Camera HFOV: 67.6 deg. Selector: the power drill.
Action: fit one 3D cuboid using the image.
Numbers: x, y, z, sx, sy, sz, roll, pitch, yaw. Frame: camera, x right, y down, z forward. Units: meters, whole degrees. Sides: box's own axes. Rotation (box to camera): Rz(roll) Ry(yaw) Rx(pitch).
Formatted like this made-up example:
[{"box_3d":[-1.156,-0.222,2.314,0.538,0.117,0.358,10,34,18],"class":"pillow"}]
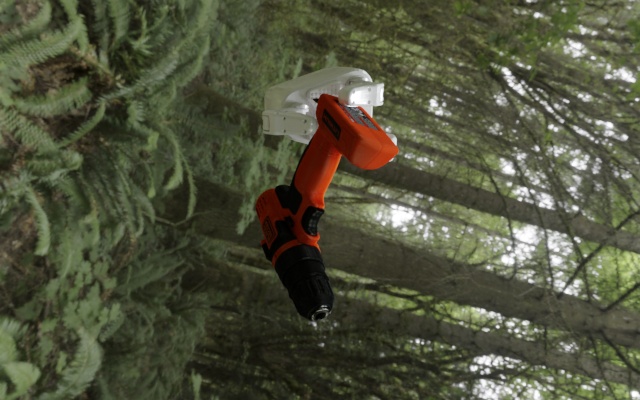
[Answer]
[{"box_3d":[0.000,0.001,0.488,0.057,0.188,0.184,13,31,-35],"class":"power drill"}]
